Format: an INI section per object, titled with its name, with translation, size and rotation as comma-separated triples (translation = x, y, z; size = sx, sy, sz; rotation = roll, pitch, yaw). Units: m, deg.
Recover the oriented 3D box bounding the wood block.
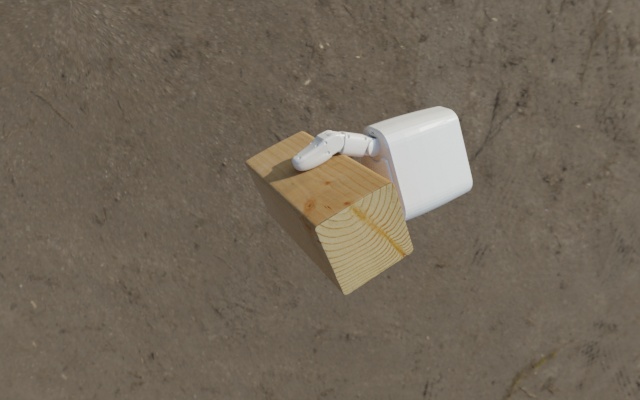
[wood block]
translation = 0.000, 0.001, 0.542
size = 0.090, 0.091, 0.206
rotation = -30, 32, -14
